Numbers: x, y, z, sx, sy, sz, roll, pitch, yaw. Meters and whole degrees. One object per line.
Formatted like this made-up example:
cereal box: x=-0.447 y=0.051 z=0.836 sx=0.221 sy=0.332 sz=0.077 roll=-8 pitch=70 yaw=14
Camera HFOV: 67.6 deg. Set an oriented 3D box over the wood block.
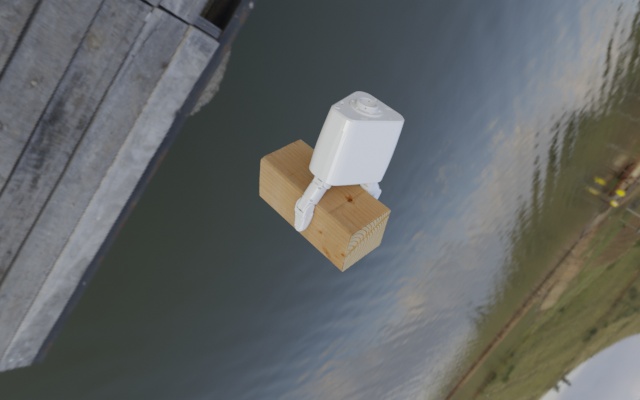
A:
wood block: x=0.000 y=0.002 z=0.775 sx=0.091 sy=0.090 sz=0.206 roll=-30 pitch=57 yaw=-33
